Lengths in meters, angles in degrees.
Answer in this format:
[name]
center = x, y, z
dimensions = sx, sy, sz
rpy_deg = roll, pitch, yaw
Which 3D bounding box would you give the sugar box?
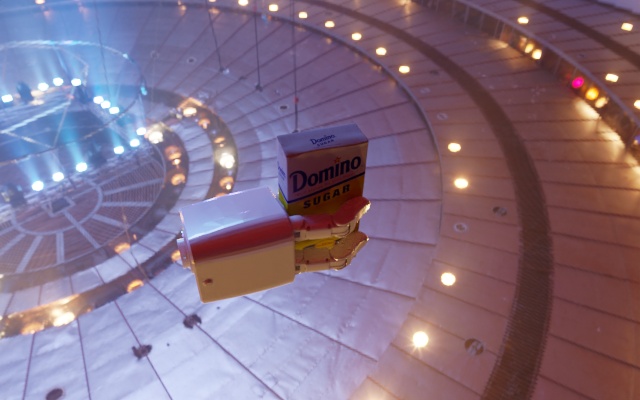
[sugar box]
center = 0.000, 0.002, 0.553
dimensions = 0.093, 0.176, 0.048
rpy_deg = -12, 44, -16
